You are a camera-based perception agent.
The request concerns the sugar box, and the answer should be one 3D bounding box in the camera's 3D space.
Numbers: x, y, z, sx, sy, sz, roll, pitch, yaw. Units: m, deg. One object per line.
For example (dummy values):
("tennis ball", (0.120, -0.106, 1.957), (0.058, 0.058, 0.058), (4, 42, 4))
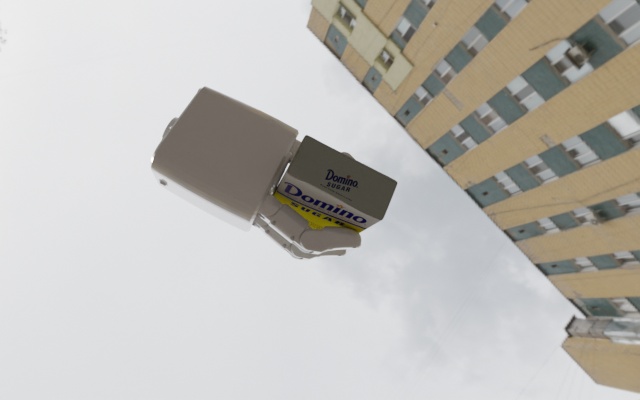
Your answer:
("sugar box", (0.000, 0.002, 0.482), (0.093, 0.048, 0.176), (27, -16, -5))
